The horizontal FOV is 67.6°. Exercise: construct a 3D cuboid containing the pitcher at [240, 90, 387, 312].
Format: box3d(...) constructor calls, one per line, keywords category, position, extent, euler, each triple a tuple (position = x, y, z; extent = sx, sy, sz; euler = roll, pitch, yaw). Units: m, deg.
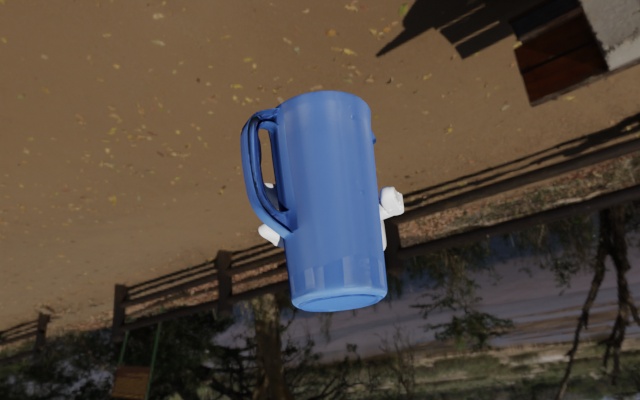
box3d(category="pitcher", position=(0.000, 0.002, 0.567), extent=(0.149, 0.242, 0.145), euler=(-10, -22, 11))
